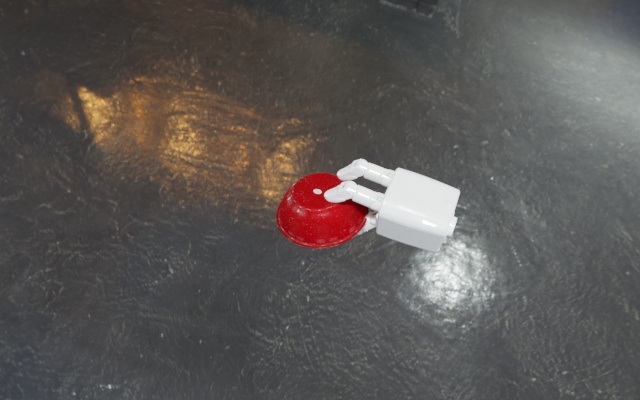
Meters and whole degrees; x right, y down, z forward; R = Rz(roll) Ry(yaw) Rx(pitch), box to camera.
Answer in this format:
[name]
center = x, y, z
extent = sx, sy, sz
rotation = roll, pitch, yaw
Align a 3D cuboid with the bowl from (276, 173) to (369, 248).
[bowl]
center = -0.001, 0.002, 0.811
extent = 0.162, 0.055, 0.162
rotation = -4, 44, 4
